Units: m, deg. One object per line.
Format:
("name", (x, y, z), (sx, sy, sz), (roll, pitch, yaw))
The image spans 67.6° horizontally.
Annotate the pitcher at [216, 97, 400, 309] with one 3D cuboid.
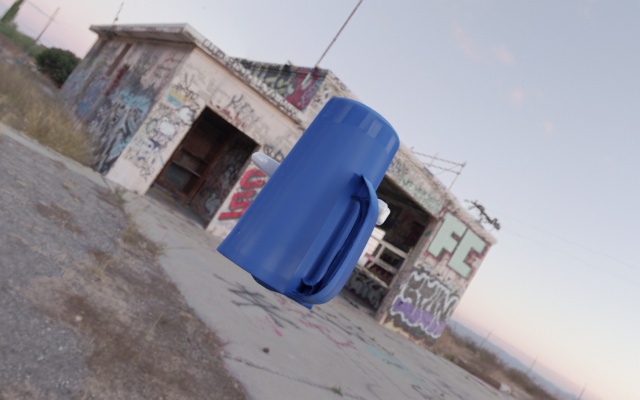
("pitcher", (0.000, 0.002, 0.577), (0.149, 0.243, 0.145), (32, -8, 6))
